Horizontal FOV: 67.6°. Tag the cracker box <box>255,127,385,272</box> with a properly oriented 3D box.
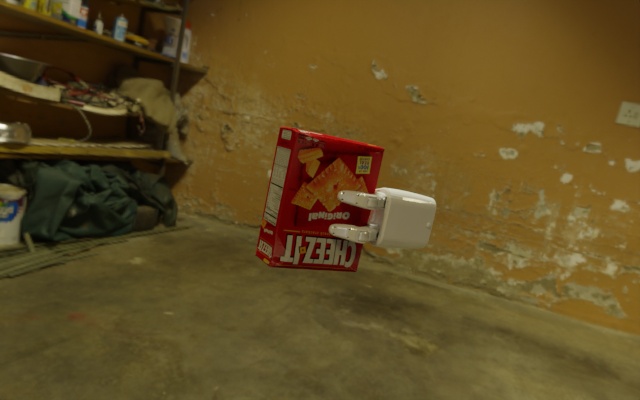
[{"bbox_3d":[0.000,0.002,0.768,0.164,0.214,0.072,8,8,-29],"label":"cracker box"}]
